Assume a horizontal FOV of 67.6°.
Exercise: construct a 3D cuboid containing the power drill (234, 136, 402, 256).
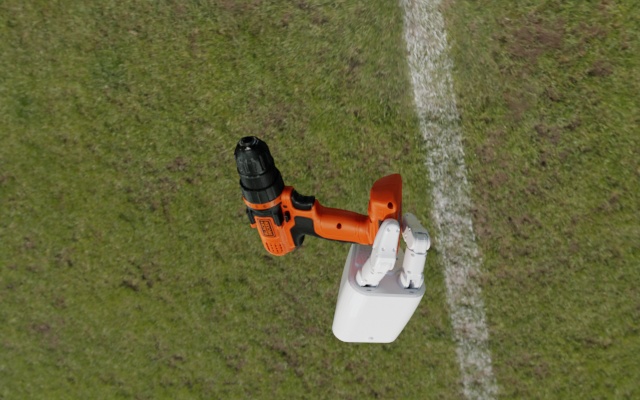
[{"bbox_3d":[0.001,0.002,0.561,0.187,0.057,0.185,5,-40,16],"label":"power drill"}]
